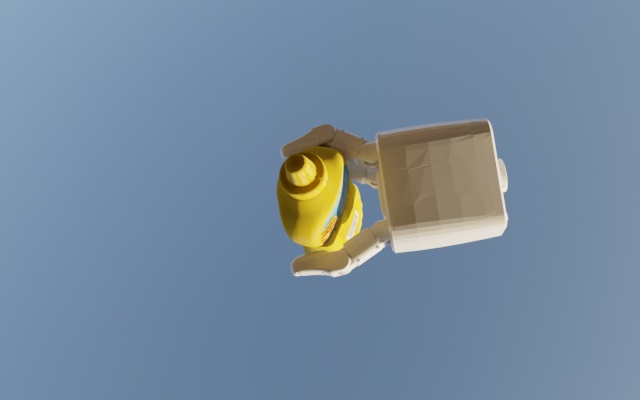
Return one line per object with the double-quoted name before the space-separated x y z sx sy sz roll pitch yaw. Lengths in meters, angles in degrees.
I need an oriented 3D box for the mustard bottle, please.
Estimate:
"mustard bottle" 0.000 0.002 0.472 0.058 0.096 0.192 16 -15 17
